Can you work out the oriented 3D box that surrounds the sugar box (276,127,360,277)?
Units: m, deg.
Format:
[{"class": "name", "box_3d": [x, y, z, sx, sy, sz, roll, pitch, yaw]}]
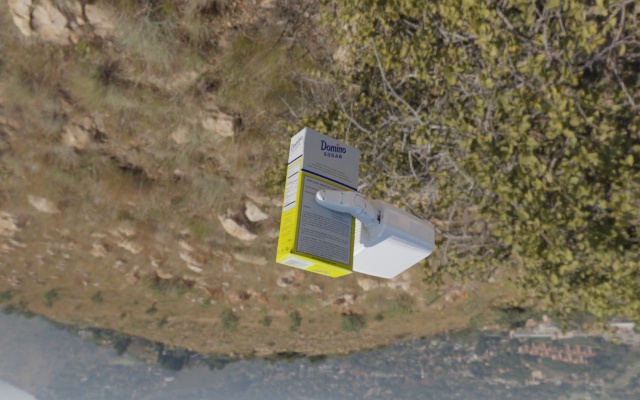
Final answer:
[{"class": "sugar box", "box_3d": [0.000, 0.002, 0.620, 0.093, 0.176, 0.048, 20, -30, -29]}]
